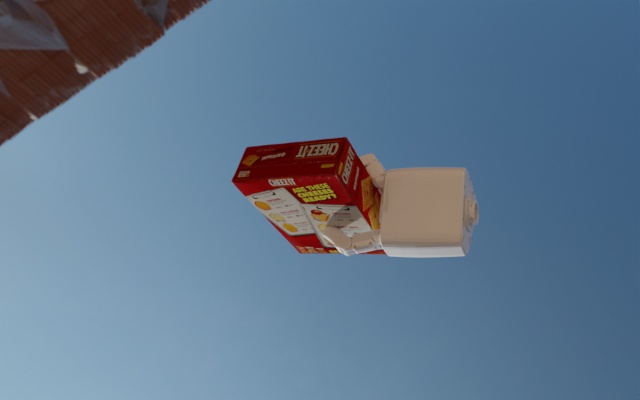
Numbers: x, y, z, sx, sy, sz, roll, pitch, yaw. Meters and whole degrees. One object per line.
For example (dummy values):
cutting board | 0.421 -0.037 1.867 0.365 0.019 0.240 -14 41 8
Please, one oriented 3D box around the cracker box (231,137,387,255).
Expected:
cracker box | 0.000 0.003 0.704 0.164 0.072 0.214 -2 -35 28
